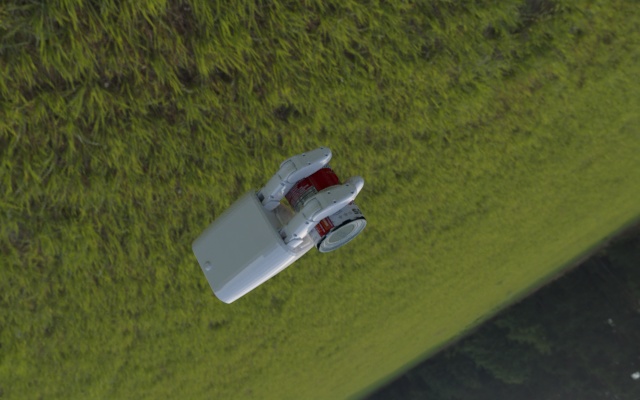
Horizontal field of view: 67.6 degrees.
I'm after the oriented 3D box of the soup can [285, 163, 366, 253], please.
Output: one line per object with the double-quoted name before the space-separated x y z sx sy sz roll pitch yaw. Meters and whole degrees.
"soup can" 0.001 0.002 0.567 0.068 0.102 0.068 -28 -23 -13
